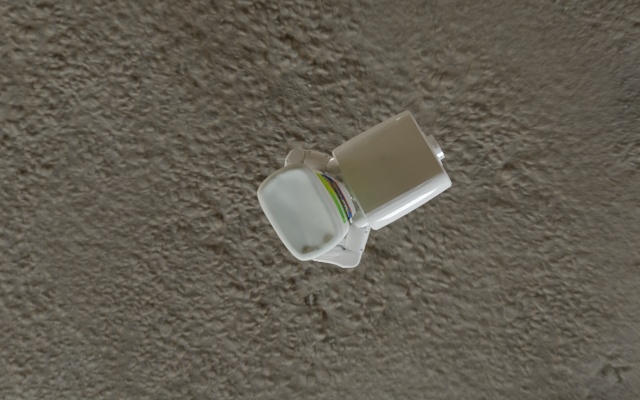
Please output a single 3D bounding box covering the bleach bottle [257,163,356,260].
[{"bbox_3d":[0.000,0.002,0.609,0.068,0.102,0.251,-30,0,11],"label":"bleach bottle"}]
